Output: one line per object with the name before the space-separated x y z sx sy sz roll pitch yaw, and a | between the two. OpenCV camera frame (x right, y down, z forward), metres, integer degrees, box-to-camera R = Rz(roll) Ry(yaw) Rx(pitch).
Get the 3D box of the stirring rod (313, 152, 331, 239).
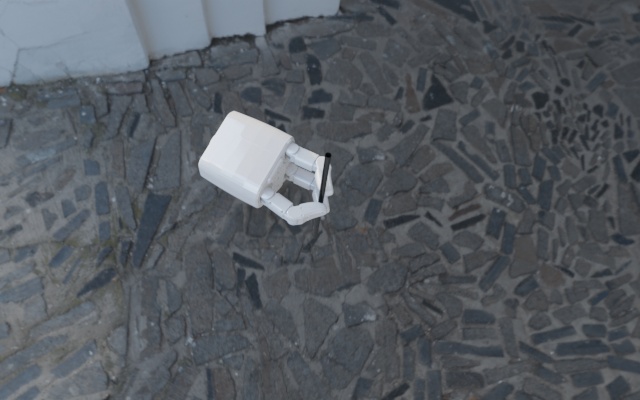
stirring rod | 0.000 0.002 0.698 0.011 0.011 0.240 0 -29 -5
